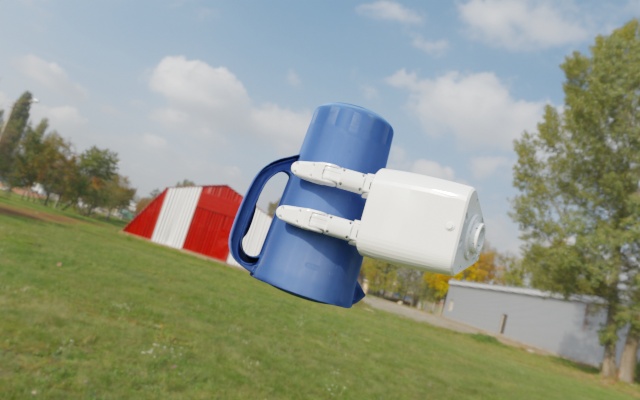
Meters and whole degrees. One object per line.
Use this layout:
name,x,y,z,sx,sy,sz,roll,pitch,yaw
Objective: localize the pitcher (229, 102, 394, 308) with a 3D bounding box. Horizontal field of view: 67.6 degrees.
pitcher,0.000,0.002,0.605,0.145,0.243,0.149,13,-9,31
